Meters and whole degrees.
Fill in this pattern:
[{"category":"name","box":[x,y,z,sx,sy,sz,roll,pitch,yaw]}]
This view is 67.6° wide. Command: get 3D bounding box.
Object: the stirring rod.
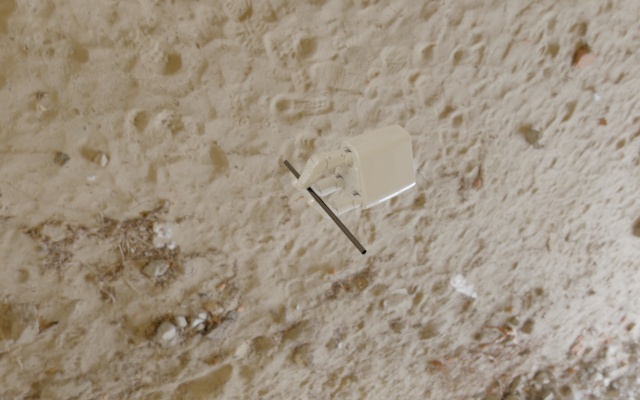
[{"category":"stirring rod","box":[0.000,0.002,0.719,0.011,0.011,0.239,0,34,-36]}]
